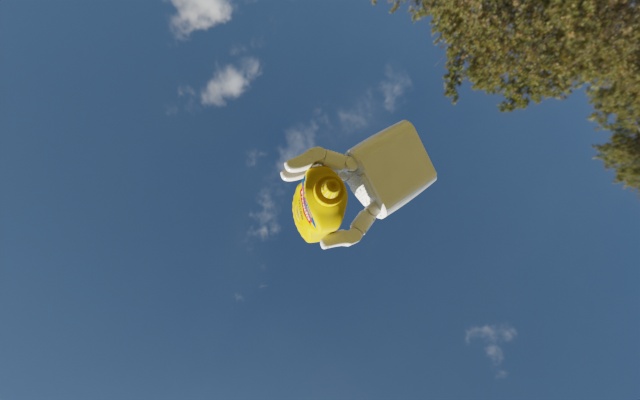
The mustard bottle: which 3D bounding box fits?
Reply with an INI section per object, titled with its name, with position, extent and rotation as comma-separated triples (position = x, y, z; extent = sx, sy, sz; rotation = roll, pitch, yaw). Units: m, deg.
[mustard bottle]
position = 0.000, 0.002, 0.696
extent = 0.058, 0.096, 0.192
rotation = -8, -11, -12
